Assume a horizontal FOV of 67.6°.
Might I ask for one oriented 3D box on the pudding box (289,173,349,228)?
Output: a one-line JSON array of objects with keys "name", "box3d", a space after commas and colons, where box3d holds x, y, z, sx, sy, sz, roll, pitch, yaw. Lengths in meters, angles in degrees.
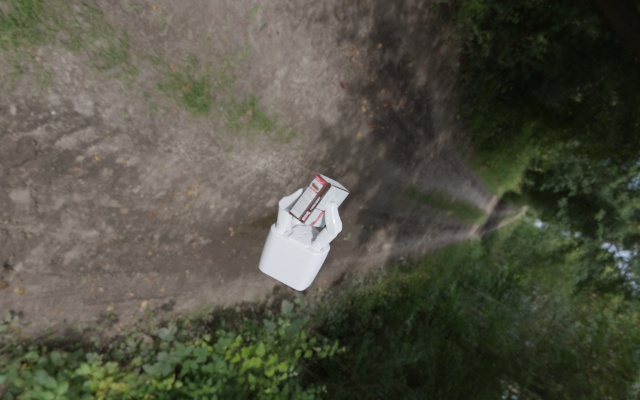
[{"name": "pudding box", "box3d": [0.000, 0.003, 0.875, 0.039, 0.090, 0.113, 38, 7, 18]}]
